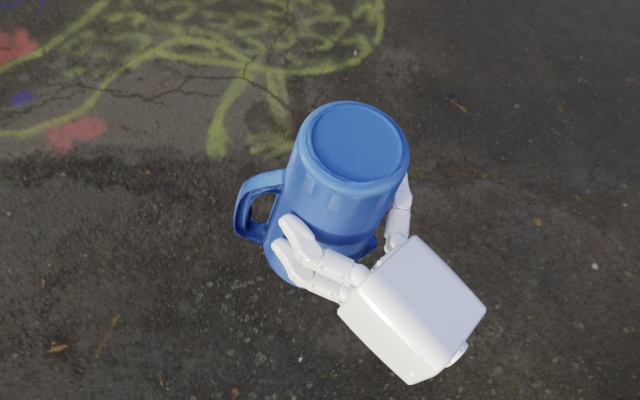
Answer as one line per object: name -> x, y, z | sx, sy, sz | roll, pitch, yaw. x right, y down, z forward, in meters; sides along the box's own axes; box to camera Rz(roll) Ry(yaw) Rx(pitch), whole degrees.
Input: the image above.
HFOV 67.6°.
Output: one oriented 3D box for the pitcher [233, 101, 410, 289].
pitcher -> 0.000, 0.002, 0.538 | 0.149, 0.145, 0.243 | -35, -16, -26
